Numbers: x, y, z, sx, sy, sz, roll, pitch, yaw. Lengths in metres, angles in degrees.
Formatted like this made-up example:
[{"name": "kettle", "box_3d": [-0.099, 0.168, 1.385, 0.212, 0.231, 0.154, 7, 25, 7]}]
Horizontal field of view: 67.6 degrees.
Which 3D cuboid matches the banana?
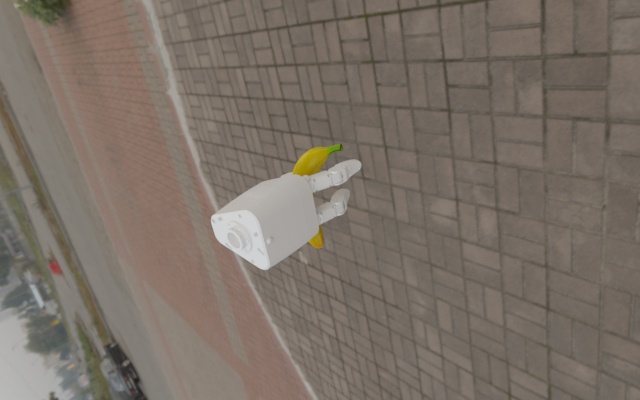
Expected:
[{"name": "banana", "box_3d": [-0.016, -0.007, 0.751, 0.069, 0.198, 0.037, 22, 38, 16]}]
